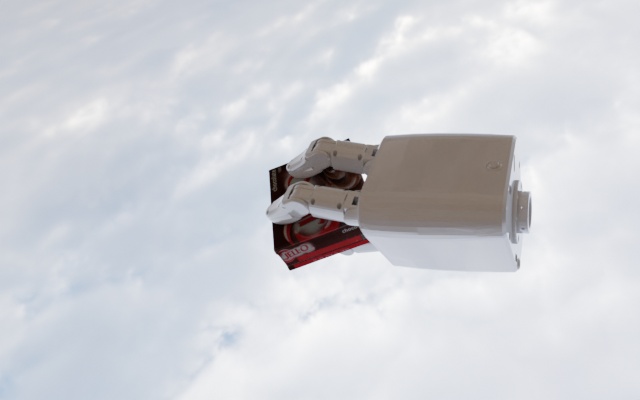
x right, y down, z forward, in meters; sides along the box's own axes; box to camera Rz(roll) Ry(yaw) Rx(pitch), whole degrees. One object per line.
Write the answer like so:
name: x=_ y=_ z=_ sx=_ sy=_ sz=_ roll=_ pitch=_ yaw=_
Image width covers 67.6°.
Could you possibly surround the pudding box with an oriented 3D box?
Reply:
pudding box: x=0.000 y=0.002 z=0.449 sx=0.090 sy=0.039 sz=0.113 roll=-20 pitch=41 yaw=9
